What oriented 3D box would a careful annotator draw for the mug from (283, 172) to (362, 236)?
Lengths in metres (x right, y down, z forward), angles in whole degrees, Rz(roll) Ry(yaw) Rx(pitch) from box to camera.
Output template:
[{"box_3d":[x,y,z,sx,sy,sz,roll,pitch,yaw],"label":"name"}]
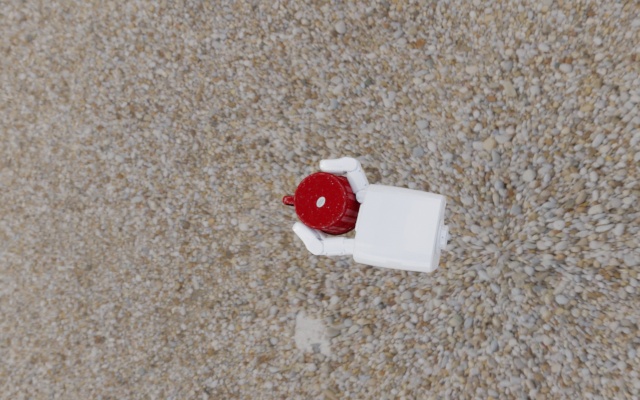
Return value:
[{"box_3d":[-0.001,0.002,0.702,0.117,0.093,0.081,6,-4,20],"label":"mug"}]
